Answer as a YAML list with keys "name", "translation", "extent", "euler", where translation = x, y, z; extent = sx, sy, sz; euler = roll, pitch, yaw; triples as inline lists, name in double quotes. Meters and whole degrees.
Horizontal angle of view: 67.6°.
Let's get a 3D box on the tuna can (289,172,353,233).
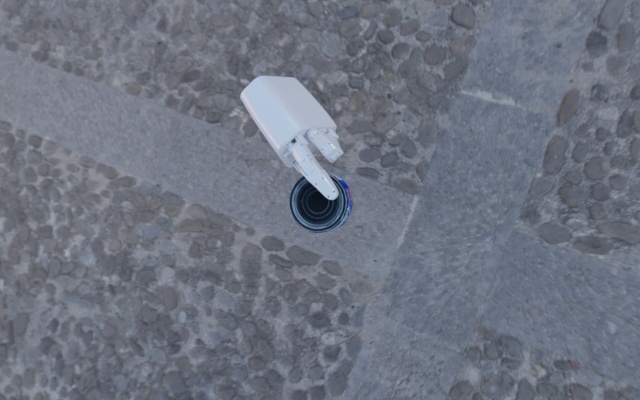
- name: "tuna can"
  translation: [0.000, 0.002, 0.663]
  extent: [0.086, 0.086, 0.034]
  euler: [0, 0, 16]
